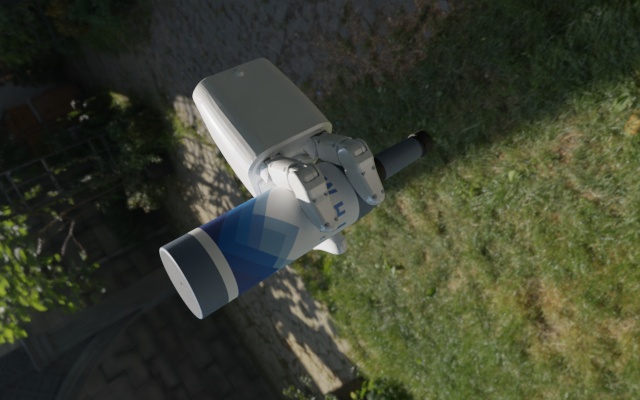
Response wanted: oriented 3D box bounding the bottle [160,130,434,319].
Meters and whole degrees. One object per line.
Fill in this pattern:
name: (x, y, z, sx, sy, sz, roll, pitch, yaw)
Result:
bottle: (0.000, 0.002, 0.451, 0.295, 0.069, 0.069, -30, 15, -28)
